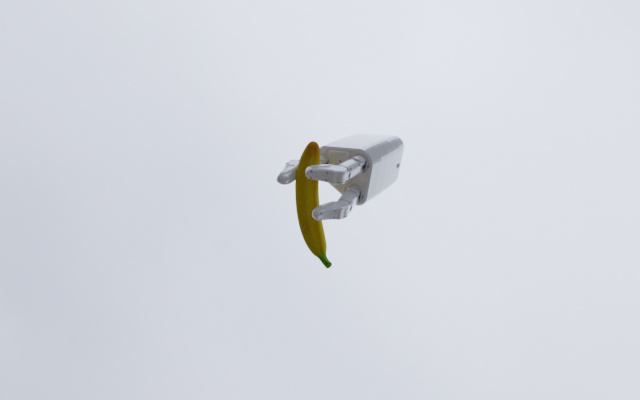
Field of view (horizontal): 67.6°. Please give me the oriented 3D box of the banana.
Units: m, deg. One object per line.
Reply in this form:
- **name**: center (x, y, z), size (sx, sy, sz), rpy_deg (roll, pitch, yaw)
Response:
- **banana**: center (-0.012, 0.004, 0.751), size (0.037, 0.198, 0.069), rpy_deg (-19, 16, -38)
